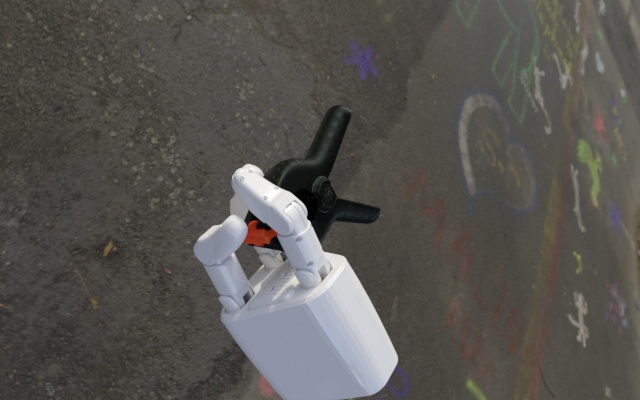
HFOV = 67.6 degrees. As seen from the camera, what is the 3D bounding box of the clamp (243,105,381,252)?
[{"bbox_3d":[0.000,0.001,0.421,0.039,0.120,0.171,-11,26,44],"label":"clamp"}]
